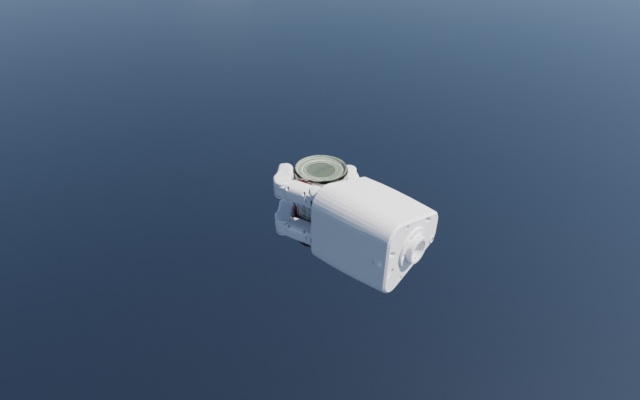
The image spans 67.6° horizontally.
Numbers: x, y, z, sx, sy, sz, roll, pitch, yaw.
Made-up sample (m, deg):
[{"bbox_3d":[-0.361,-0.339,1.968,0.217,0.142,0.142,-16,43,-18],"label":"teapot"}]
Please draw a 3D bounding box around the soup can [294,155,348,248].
[{"bbox_3d":[0.000,0.002,0.610,0.068,0.102,0.068,1,34,0],"label":"soup can"}]
